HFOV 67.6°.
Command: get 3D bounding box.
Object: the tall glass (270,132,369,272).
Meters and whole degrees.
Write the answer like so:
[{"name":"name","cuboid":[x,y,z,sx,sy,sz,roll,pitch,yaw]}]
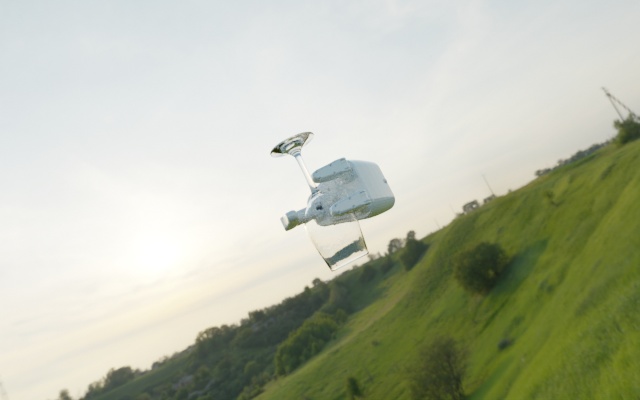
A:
[{"name":"tall glass","cuboid":[0.000,0.002,0.713,0.079,0.201,0.079,-25,-10,-5]}]
